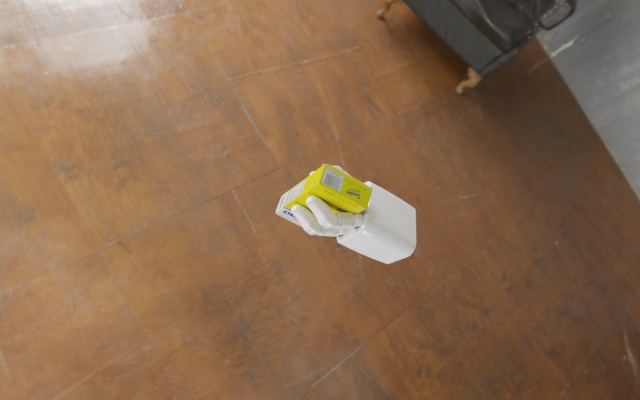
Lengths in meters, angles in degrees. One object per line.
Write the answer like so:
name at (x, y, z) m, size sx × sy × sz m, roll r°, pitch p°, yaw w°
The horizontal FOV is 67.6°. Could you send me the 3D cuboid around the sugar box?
sugar box at (0.000, 0.003, 0.810) m, size 0.093 × 0.048 × 0.176 m, roll 27°, pitch -30°, yaw -17°
